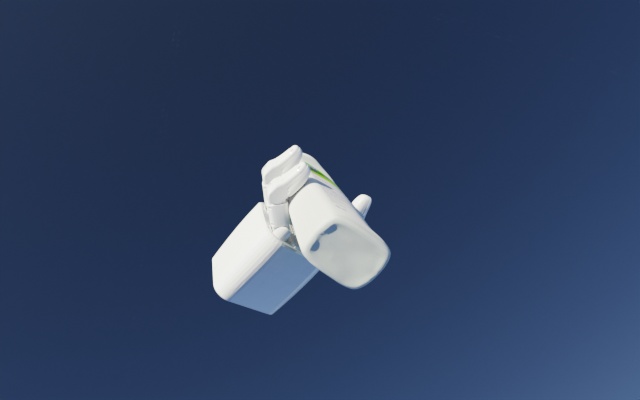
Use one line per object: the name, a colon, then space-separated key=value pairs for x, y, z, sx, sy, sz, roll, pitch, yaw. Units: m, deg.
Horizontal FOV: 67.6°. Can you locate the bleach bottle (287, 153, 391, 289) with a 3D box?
bleach bottle: x=0.000 y=0.002 z=0.610 sx=0.102 sy=0.068 sz=0.250 roll=37 pitch=12 yaw=-27
